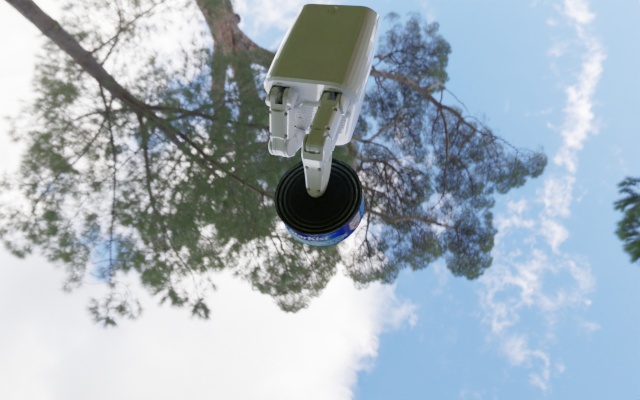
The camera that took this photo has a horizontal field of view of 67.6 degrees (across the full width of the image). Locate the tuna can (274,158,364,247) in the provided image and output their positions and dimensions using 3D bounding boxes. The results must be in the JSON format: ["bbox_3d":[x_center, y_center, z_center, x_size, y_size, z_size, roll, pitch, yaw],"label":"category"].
[{"bbox_3d":[0.000,0.002,0.471,0.086,0.086,0.034,0,-28,11],"label":"tuna can"}]
